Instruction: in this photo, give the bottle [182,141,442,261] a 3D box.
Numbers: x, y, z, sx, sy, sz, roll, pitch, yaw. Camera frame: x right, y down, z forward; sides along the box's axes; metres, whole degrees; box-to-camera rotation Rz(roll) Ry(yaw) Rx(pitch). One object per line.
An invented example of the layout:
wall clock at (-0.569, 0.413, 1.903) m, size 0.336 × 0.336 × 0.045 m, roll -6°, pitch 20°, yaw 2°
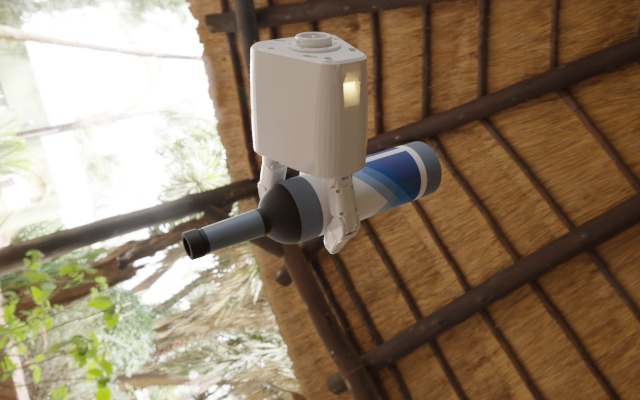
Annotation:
bottle at (0.000, 0.002, 0.508) m, size 0.295 × 0.069 × 0.069 m, roll -18°, pitch 9°, yaw -29°
